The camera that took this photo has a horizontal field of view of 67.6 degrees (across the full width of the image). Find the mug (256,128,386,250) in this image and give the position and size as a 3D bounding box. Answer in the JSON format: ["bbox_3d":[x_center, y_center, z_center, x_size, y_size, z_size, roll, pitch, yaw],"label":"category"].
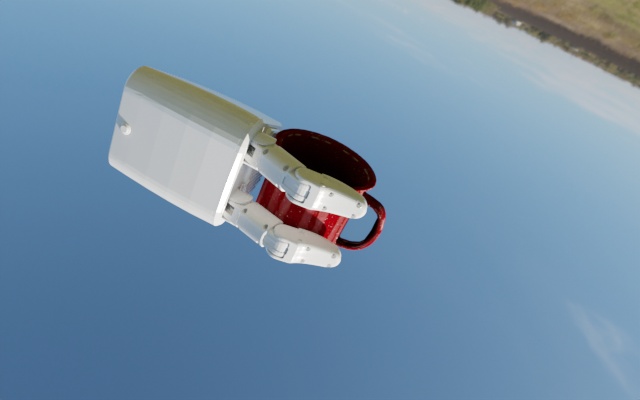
[{"bbox_3d":[0.001,0.002,0.418,0.117,0.081,0.093,29,28,4],"label":"mug"}]
